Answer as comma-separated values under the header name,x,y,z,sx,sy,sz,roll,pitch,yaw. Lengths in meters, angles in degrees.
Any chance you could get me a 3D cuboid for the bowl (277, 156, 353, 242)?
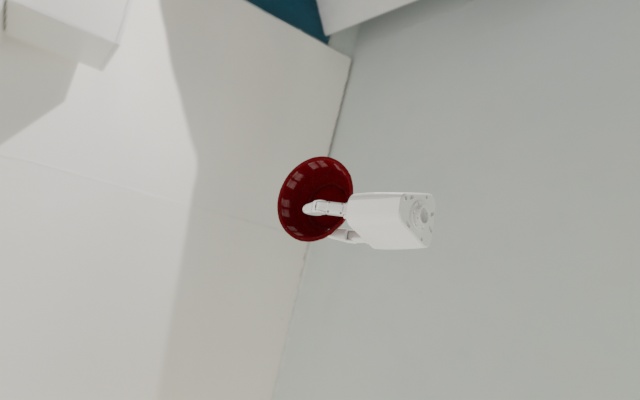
name,x,y,z,sx,sy,sz,roll,pitch,yaw
bowl,-0.001,0.003,0.885,0.162,0.162,0.055,0,-16,32
